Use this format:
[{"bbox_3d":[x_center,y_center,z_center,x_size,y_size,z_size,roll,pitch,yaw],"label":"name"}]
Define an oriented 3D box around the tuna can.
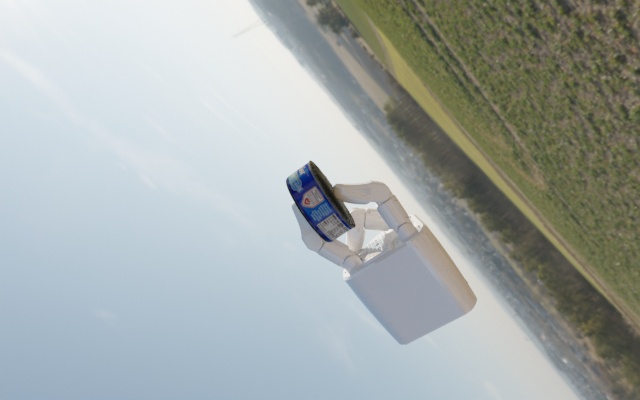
[{"bbox_3d":[0.000,0.002,0.510,0.034,0.086,0.086,-34,-6,8],"label":"tuna can"}]
